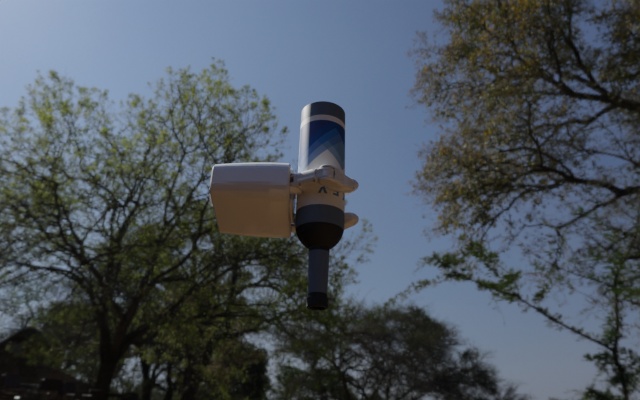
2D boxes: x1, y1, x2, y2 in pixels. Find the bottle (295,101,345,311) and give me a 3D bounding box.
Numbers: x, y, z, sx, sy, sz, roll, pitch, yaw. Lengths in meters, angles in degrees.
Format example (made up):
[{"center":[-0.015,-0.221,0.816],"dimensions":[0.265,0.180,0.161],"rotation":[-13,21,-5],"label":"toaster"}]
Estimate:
[{"center":[0.000,0.002,0.660],"dimensions":[0.069,0.295,0.069],"rotation":[1,-26,1],"label":"bottle"}]
